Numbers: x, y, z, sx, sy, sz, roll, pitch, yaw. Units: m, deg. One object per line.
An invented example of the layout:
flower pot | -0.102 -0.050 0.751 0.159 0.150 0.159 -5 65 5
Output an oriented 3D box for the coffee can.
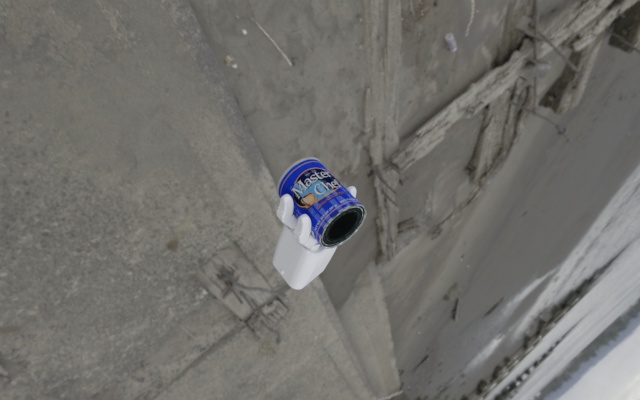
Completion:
coffee can | 0.000 0.003 0.866 0.103 0.103 0.140 0 39 -49
